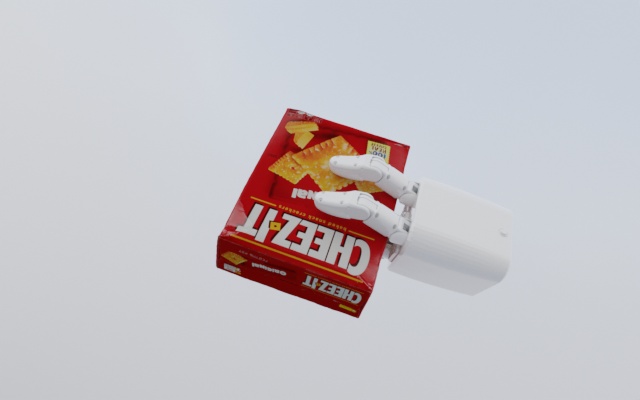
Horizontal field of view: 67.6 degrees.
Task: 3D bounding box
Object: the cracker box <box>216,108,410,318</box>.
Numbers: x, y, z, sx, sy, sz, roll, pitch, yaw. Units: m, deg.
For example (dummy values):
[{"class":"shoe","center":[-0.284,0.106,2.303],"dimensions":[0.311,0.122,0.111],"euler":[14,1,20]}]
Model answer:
[{"class":"cracker box","center":[0.000,0.002,0.545],"dimensions":[0.164,0.213,0.072],"euler":[19,-39,3]}]
